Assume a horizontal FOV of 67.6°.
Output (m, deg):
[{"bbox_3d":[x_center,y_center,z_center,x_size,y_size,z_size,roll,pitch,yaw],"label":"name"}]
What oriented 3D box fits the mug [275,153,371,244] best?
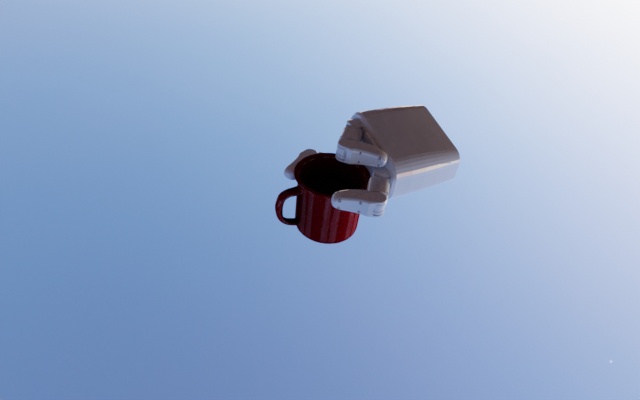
[{"bbox_3d":[-0.001,0.002,0.589,0.117,0.082,0.093,-13,43,-24],"label":"mug"}]
